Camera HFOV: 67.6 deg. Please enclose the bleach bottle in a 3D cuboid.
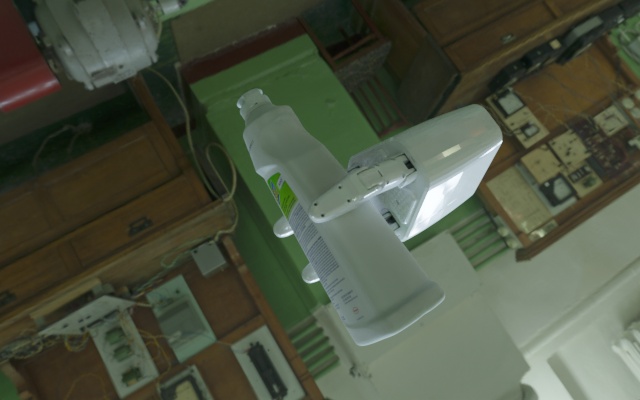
[{"bbox_3d":[0.000,0.001,0.426,0.068,0.250,0.103,-27,-13,-25],"label":"bleach bottle"}]
